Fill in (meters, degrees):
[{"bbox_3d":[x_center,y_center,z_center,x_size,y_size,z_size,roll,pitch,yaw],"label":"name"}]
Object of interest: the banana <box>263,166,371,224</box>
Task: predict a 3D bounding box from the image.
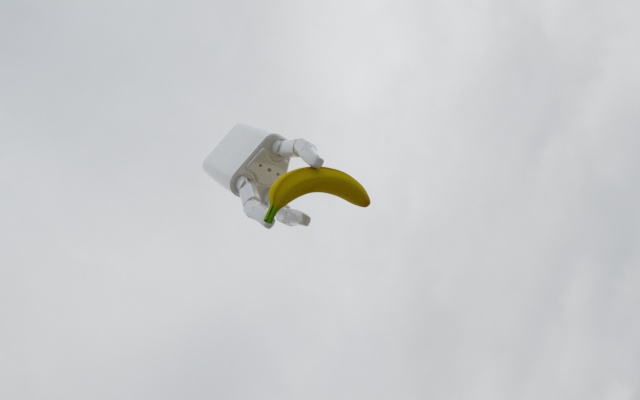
[{"bbox_3d":[-0.001,-0.015,0.677,0.198,0.070,0.037,-7,21,-39],"label":"banana"}]
